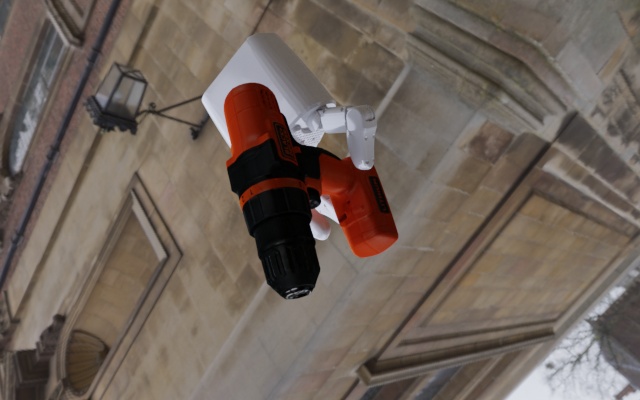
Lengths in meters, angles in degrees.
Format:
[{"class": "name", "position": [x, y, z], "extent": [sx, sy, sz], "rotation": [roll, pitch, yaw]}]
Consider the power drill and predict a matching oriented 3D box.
[{"class": "power drill", "position": [0.000, 0.001, 0.424], "extent": [0.057, 0.184, 0.188], "rotation": [-27, -27, 25]}]
